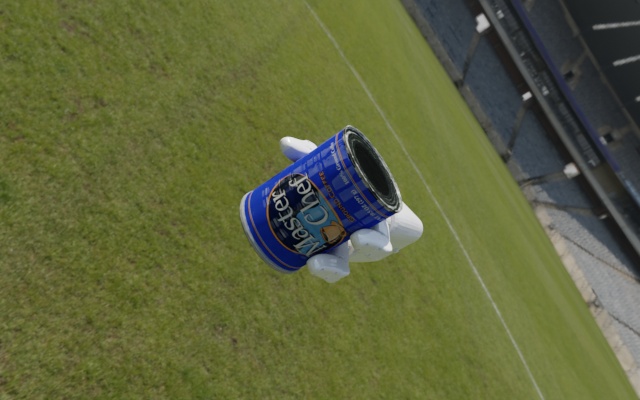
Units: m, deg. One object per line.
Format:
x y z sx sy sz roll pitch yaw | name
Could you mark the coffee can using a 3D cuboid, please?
0.000 0.002 0.507 0.140 0.102 0.103 -32 -13 22 | coffee can
